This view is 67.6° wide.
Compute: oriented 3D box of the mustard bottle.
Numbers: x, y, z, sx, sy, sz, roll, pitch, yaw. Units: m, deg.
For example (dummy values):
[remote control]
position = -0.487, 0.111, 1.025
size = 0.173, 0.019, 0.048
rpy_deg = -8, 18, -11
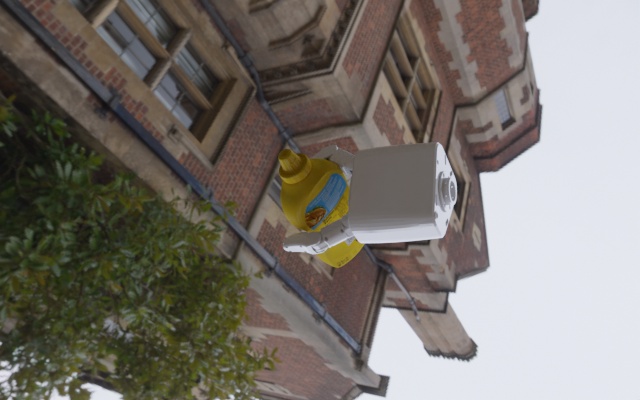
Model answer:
[mustard bottle]
position = 0.000, 0.002, 0.631
size = 0.058, 0.096, 0.192
rpy_deg = 22, -22, 44
